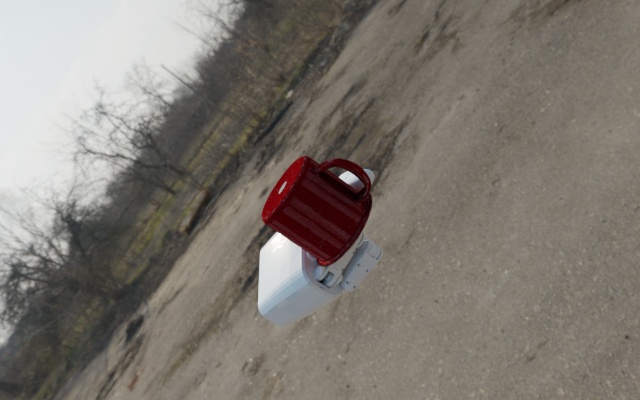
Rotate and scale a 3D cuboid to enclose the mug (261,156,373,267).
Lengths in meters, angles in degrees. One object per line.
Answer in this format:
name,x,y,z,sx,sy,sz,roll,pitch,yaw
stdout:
mug,0.001,0.001,0.485,0.081,0.093,0.117,34,-51,-16
